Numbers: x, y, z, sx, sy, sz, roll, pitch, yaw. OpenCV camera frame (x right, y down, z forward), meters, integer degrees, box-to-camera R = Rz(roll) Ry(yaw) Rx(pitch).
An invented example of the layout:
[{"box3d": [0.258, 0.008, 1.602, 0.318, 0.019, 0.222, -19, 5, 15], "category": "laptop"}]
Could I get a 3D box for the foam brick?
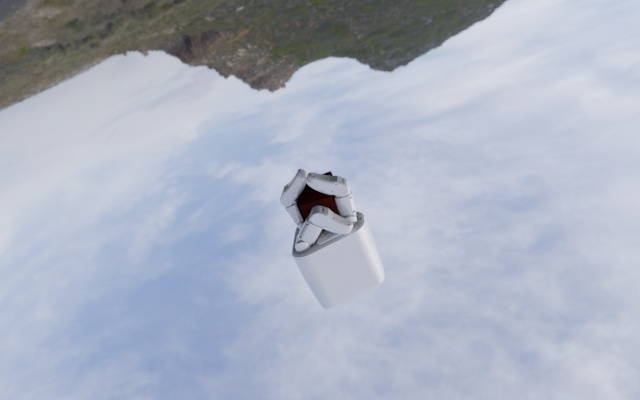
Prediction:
[{"box3d": [0.000, 0.002, 0.698, 0.053, 0.051, 0.078, -19, 26, 12], "category": "foam brick"}]
